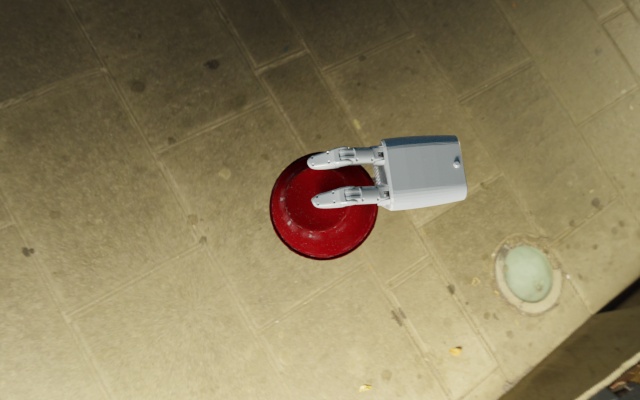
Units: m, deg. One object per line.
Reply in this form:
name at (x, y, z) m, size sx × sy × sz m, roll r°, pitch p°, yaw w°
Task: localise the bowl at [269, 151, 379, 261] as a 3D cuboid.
bowl at (-0.001, 0.003, 0.671) m, size 0.162 × 0.162 × 0.055 m, roll 0°, pitch -10°, yaw 8°
